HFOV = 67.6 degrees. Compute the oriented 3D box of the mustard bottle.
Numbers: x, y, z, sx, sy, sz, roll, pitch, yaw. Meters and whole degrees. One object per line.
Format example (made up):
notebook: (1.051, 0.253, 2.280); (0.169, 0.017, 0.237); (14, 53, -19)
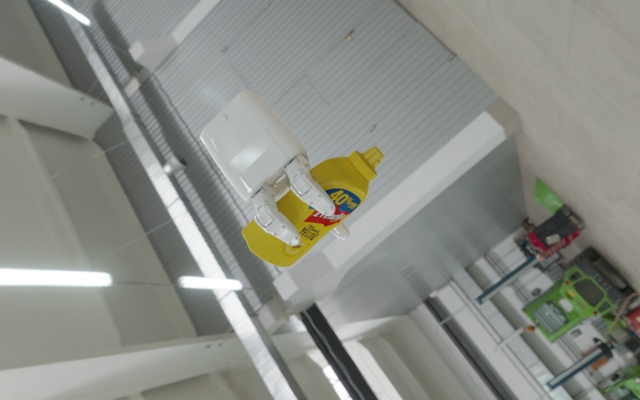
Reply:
mustard bottle: (0.000, 0.002, 0.591); (0.191, 0.058, 0.096); (-41, -36, 12)
